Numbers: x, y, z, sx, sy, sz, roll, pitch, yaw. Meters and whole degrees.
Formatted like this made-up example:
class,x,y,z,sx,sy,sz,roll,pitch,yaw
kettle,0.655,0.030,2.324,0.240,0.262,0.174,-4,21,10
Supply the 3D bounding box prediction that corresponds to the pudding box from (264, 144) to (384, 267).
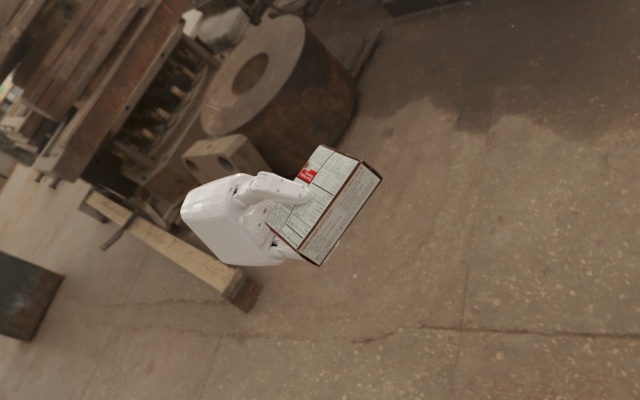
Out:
class,x,y,z,sx,sy,sz,roll,pitch,yaw
pudding box,0.000,0.002,0.499,0.039,0.113,0.090,35,-1,-33
